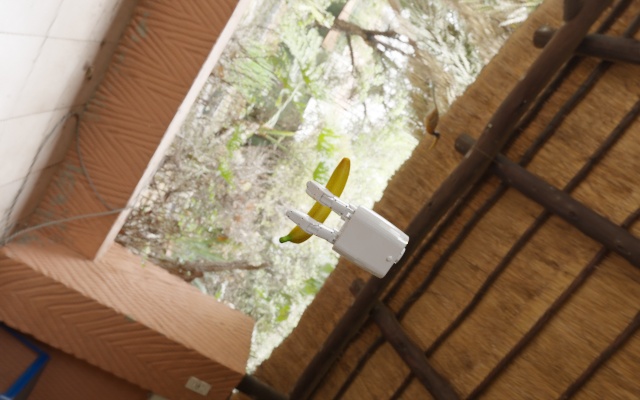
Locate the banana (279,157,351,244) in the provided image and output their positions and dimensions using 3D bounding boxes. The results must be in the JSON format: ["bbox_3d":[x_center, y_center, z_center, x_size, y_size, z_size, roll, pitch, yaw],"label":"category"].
[{"bbox_3d":[0.001,0.010,0.884,0.037,0.198,0.070,35,-6,16],"label":"banana"}]
